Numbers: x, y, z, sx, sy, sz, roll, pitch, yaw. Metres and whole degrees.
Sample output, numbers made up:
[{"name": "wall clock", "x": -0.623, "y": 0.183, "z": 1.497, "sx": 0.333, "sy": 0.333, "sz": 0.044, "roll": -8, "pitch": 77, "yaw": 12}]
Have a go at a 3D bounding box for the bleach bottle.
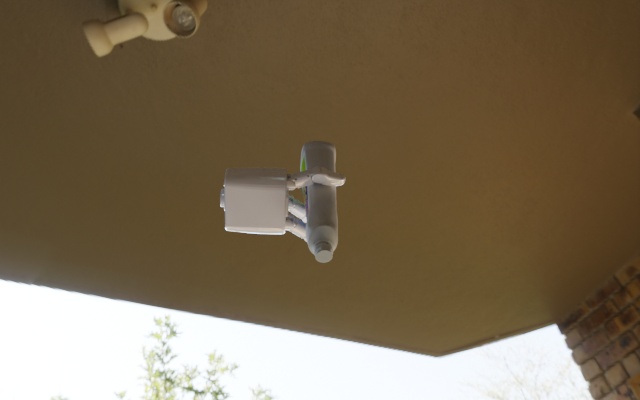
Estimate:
[{"name": "bleach bottle", "x": 0.000, "y": 0.003, "z": 0.854, "sx": 0.068, "sy": 0.103, "sz": 0.250, "roll": 2, "pitch": 40, "yaw": -6}]
